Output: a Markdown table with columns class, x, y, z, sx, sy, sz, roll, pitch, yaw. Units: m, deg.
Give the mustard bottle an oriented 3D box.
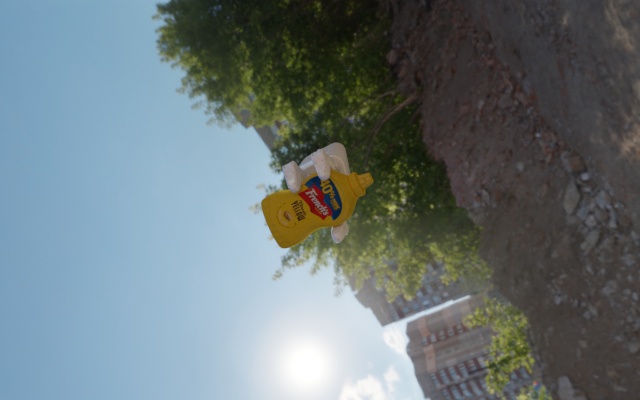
| class | x | y | z | sx | sy | sz | roll | pitch | yaw |
| --- | --- | --- | --- | --- | --- | --- | --- | --- | --- |
| mustard bottle | 0.000 | 0.003 | 0.803 | 0.191 | 0.096 | 0.058 | -26 | -8 | 16 |
